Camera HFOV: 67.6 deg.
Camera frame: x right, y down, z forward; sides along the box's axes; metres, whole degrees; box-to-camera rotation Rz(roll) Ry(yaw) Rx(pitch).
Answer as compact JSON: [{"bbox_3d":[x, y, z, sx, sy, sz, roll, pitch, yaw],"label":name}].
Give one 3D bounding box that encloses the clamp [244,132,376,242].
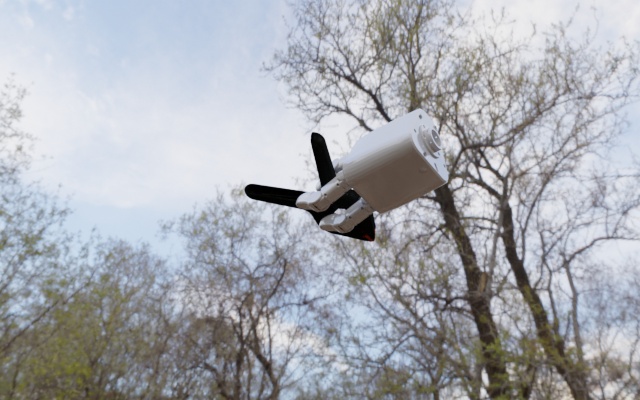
[{"bbox_3d":[0.001,0.002,0.720,0.164,0.036,0.210,-26,-54,33],"label":"clamp"}]
